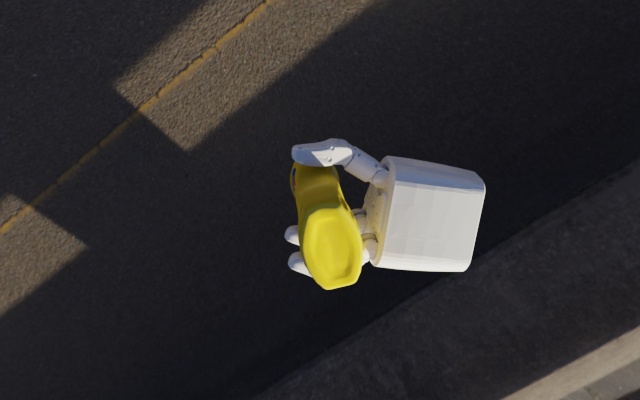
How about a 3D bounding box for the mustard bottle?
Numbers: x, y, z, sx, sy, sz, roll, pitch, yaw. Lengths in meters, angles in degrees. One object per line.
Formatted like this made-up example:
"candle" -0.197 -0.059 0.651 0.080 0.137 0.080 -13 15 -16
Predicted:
"mustard bottle" 0.000 0.002 0.516 0.058 0.096 0.191 -15 28 0
